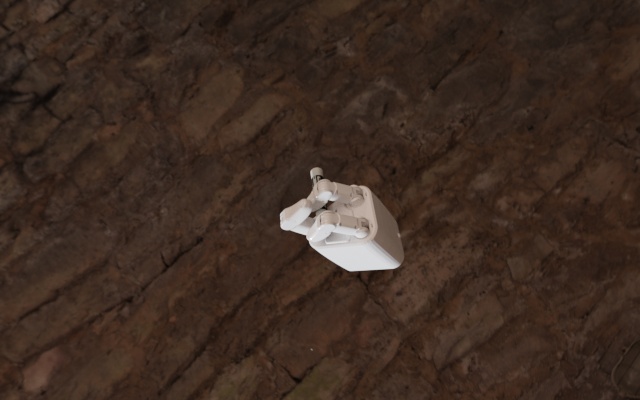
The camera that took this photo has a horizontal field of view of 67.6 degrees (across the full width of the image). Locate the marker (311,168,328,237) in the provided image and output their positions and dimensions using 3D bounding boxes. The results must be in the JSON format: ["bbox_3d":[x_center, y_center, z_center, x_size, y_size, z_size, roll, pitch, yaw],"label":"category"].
[{"bbox_3d":[0.000,0.002,0.709,0.020,0.121,0.020,-5,-37,-4],"label":"marker"}]
